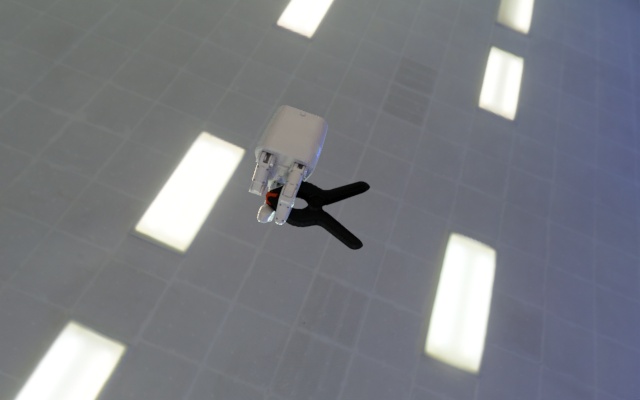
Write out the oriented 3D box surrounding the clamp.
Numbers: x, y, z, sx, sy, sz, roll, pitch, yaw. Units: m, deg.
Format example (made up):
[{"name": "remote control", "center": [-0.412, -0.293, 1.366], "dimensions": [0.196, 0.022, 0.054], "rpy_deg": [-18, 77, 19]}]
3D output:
[{"name": "clamp", "center": [0.000, 0.003, 0.775], "dimensions": [0.171, 0.120, 0.039], "rpy_deg": [20, -34, 1]}]
